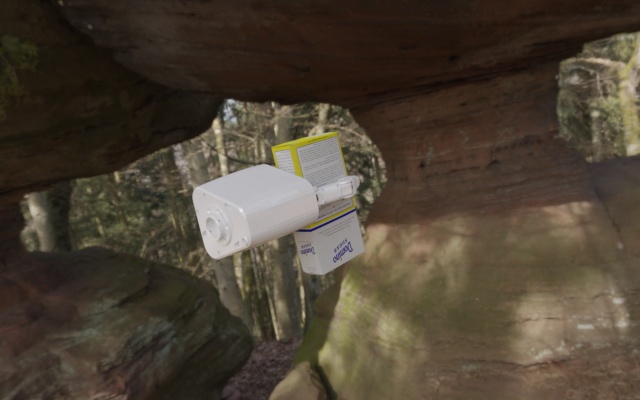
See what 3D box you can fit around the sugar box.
[{"bbox_3d":[0.000,0.002,0.646,0.048,0.176,0.093,1,16,46],"label":"sugar box"}]
